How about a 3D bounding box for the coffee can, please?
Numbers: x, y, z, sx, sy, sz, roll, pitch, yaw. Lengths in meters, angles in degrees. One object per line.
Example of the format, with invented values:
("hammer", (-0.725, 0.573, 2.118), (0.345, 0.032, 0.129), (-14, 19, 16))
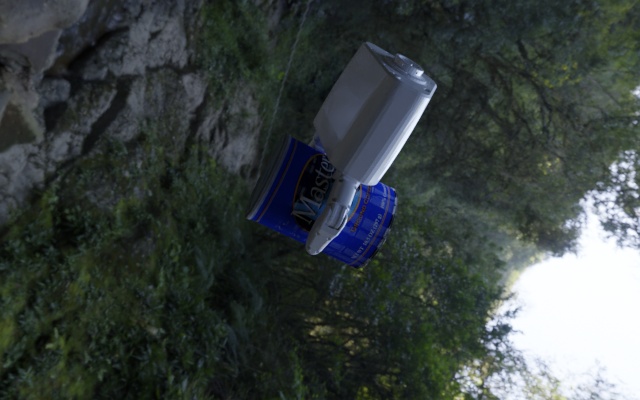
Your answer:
("coffee can", (0.000, 0.002, 0.536), (0.140, 0.103, 0.103), (26, -6, -12))
